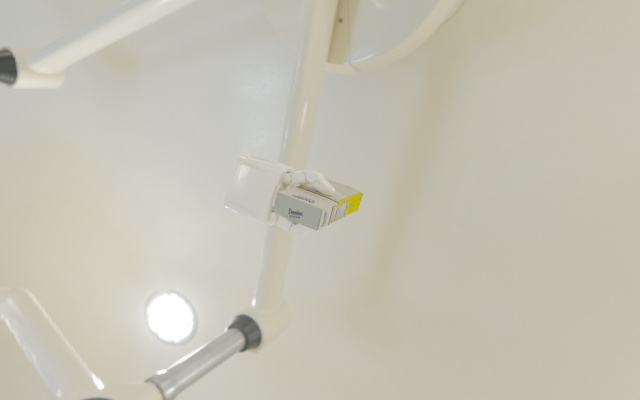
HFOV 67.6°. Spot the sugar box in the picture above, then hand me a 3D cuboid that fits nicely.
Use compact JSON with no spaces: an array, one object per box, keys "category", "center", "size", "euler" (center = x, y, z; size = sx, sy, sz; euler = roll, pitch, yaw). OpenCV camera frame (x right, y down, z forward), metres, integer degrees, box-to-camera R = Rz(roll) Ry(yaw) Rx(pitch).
[{"category":"sugar box","center":[0.000,0.003,0.874],"size":[0.093,0.048,0.176],"euler":[22,22,23]}]
